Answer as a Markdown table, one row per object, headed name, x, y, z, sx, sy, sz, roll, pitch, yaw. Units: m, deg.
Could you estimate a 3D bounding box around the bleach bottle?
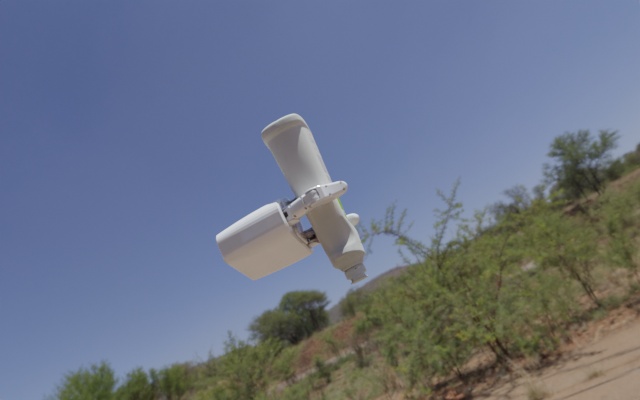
| name | x | y | z | sx | sy | sz | roll | pitch | yaw |
| --- | --- | --- | --- | --- | --- | --- | --- | --- | --- |
| bleach bottle | 0.000 | 0.002 | 0.697 | 0.068 | 0.250 | 0.102 | -28 | -16 | 7 |
